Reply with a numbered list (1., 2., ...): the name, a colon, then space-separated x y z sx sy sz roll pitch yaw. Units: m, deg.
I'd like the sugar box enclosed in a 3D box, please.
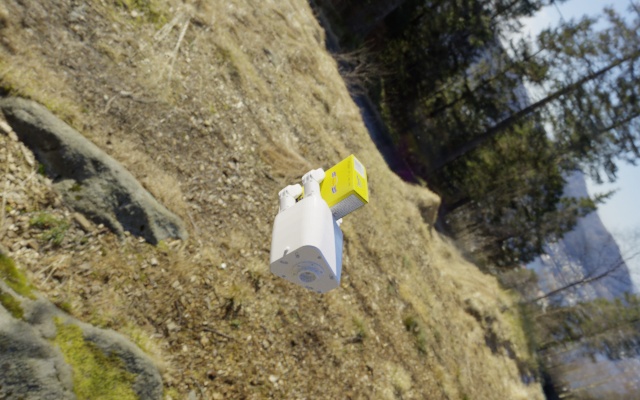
1. sugar box: 0.000 0.002 0.830 0.176 0.093 0.048 -30 -54 26
